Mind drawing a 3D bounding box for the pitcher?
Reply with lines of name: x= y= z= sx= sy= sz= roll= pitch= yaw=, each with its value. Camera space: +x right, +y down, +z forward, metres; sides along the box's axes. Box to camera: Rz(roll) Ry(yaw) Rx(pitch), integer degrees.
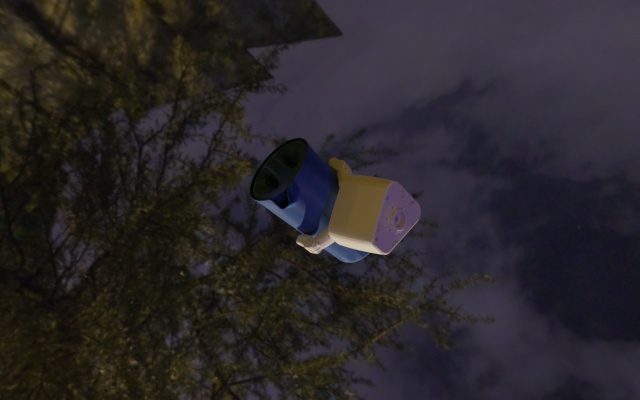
pitcher: x=0.000 y=0.003 z=0.874 sx=0.243 sy=0.149 sz=0.145 roll=42 pitch=-20 yaw=-33
